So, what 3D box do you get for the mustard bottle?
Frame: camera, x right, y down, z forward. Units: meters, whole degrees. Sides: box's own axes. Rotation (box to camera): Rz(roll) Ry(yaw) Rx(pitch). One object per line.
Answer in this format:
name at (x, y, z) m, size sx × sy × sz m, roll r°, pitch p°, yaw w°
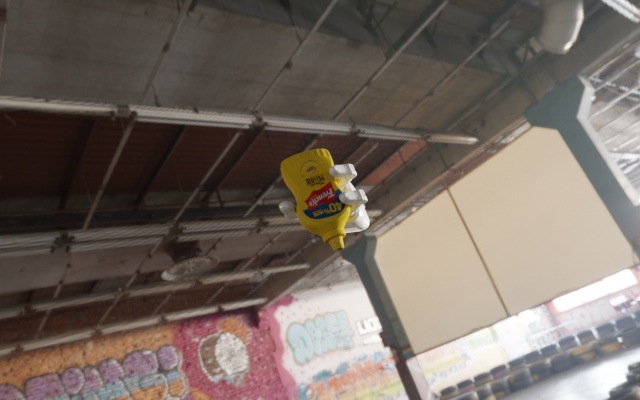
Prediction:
mustard bottle at (0.000, 0.002, 0.867) m, size 0.096 × 0.191 × 0.058 m, roll -17°, pitch -21°, yaw -12°
